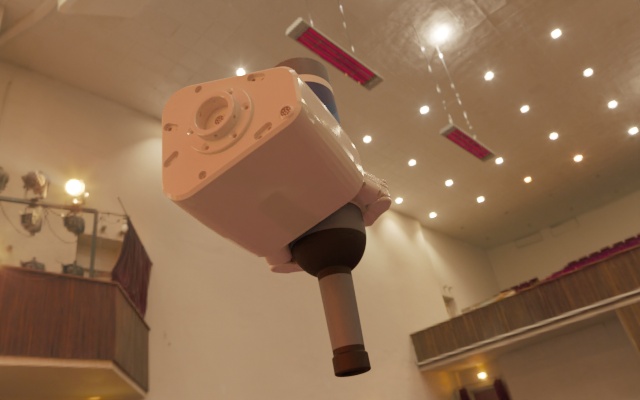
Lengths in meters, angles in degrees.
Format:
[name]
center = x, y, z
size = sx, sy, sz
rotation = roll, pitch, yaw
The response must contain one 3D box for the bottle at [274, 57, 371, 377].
[bottle]
center = 0.000, 0.001, 0.423
size = 0.069, 0.295, 0.069
rotation = -8, -30, -5
